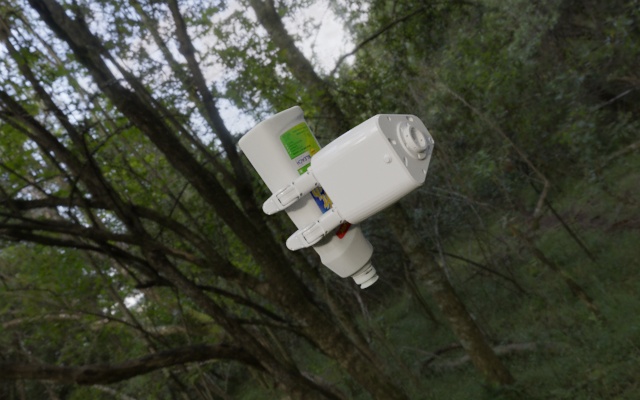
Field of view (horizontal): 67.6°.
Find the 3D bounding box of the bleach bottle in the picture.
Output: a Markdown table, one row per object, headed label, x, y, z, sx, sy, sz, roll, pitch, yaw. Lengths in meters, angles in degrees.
| label | x | y | z | sx | sy | sz | roll | pitch | yaw |
| --- | --- | --- | --- | --- | --- | --- | --- | --- | --- |
| bleach bottle | 0.000 | 0.002 | 0.636 | 0.068 | 0.251 | 0.102 | -31 | 5 | 39 |
